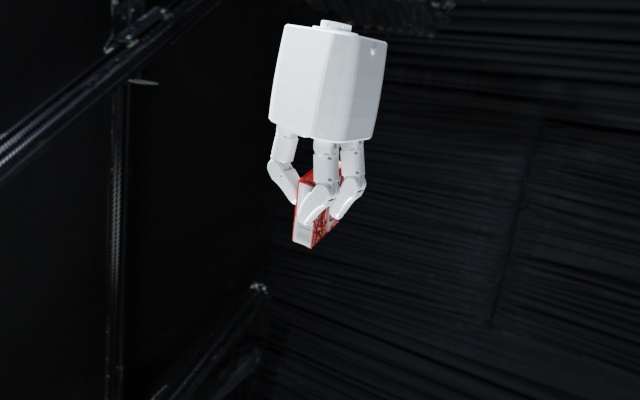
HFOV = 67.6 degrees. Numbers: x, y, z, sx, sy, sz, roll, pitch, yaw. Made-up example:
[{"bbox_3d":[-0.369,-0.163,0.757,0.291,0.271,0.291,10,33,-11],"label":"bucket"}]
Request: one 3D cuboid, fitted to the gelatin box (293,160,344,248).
[{"bbox_3d":[0.000,0.002,0.575,0.030,0.089,0.073,21,34,22],"label":"gelatin box"}]
